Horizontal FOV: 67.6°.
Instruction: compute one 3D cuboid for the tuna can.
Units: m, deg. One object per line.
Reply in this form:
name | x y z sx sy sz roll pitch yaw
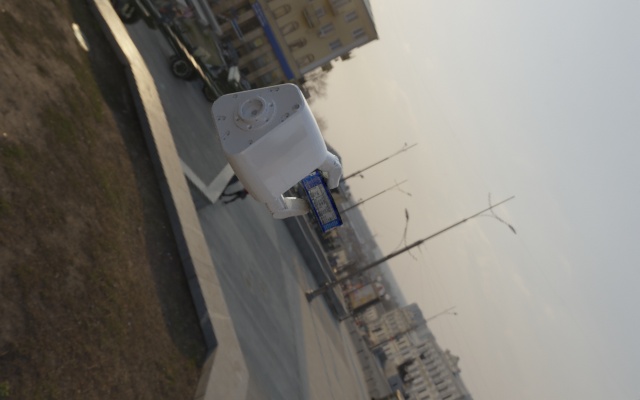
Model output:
tuna can | 0.001 0.002 0.673 0.034 0.086 0.086 -24 1 -2
